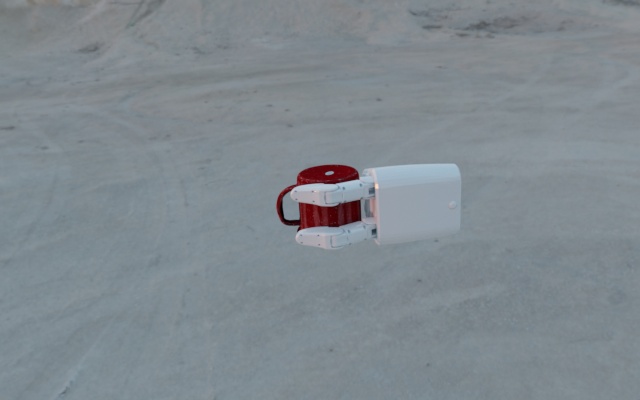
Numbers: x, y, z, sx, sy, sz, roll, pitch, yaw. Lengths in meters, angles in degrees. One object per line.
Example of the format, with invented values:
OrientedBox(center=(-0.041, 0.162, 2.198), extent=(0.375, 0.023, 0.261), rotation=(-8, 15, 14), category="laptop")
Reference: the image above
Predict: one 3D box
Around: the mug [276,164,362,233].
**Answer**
OrientedBox(center=(-0.001, 0.002, 0.629), extent=(0.117, 0.081, 0.093), rotation=(-6, 19, -4), category="mug")
